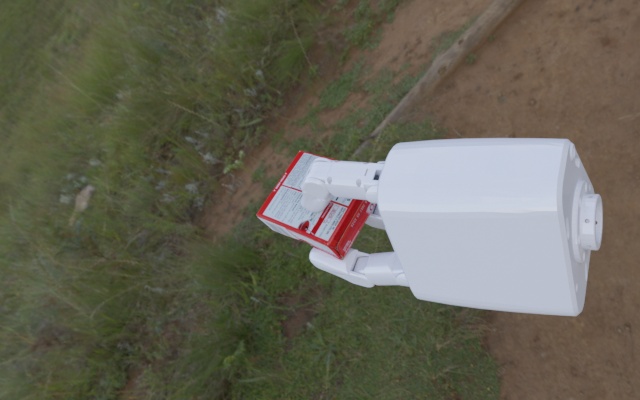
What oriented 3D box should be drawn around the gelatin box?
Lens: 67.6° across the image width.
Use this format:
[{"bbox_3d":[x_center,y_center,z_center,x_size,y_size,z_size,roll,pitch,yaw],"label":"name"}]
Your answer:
[{"bbox_3d":[0.000,0.001,0.405,0.089,0.073,0.030,19,-20,39],"label":"gelatin box"}]
